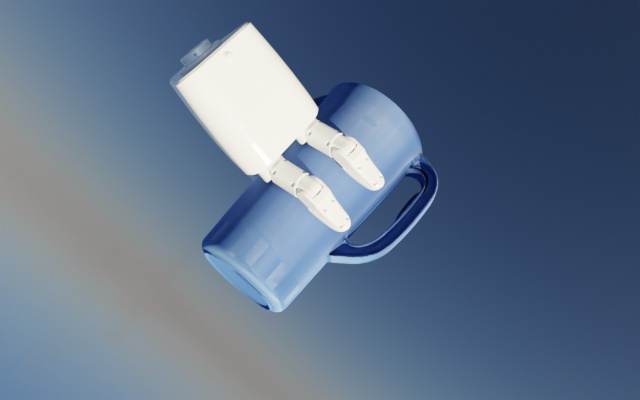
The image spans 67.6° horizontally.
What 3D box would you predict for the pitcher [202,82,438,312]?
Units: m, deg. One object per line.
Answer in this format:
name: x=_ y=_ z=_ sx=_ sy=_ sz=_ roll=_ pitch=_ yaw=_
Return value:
pitcher: x=0.000 y=0.002 z=0.514 sx=0.145 sy=0.242 sz=0.149 roll=51 pitch=-23 yaw=-26
